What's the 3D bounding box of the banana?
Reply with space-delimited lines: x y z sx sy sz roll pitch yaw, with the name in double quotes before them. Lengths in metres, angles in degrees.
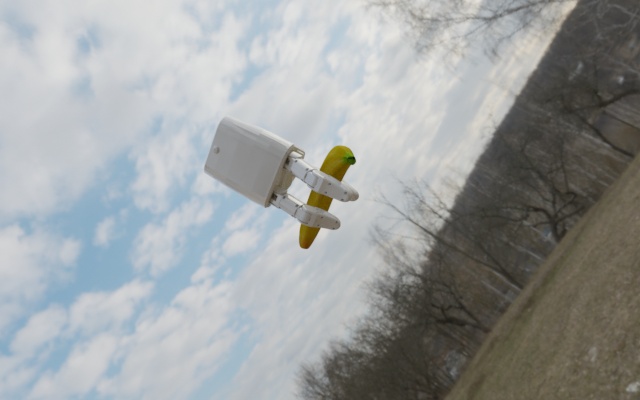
"banana" 0.005 -0.012 0.679 0.037 0.198 0.069 22 44 -3
